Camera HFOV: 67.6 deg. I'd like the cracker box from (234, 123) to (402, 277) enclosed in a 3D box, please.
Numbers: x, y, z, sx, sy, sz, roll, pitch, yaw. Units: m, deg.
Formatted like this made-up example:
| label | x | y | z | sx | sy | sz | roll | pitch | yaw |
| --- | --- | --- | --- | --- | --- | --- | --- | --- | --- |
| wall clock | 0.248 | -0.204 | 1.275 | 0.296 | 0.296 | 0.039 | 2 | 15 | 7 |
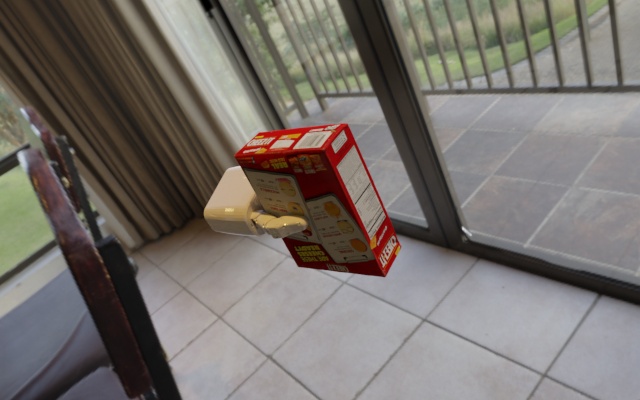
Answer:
| label | x | y | z | sx | sy | sz | roll | pitch | yaw |
| --- | --- | --- | --- | --- | --- | --- | --- | --- | --- |
| cracker box | 0.000 | 0.002 | 0.667 | 0.164 | 0.214 | 0.072 | 0 | 39 | 40 |
